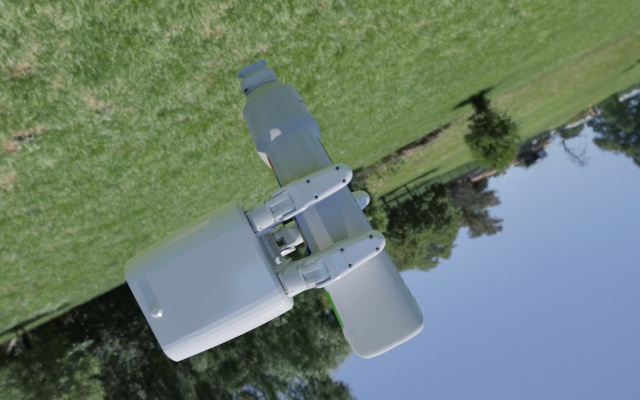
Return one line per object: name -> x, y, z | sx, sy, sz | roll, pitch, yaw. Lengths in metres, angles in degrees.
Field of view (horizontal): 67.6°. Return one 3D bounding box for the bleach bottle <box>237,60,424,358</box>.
bleach bottle -> 0.000, 0.001, 0.409 | 0.068, 0.251, 0.102 | -27, 0, -1
